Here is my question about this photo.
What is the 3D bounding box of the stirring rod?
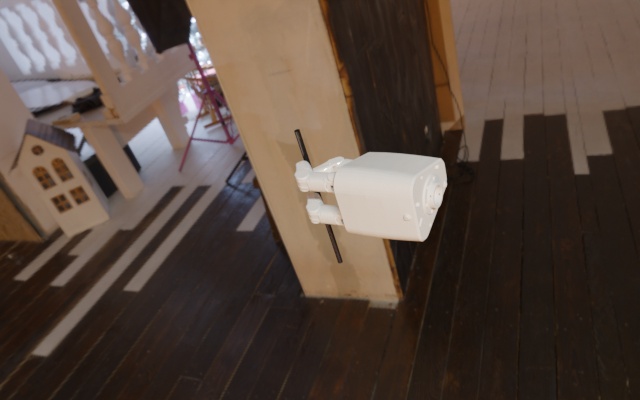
[{"bbox_3d":[0.000,0.002,0.710,0.011,0.240,0.011,-13,32,8],"label":"stirring rod"}]
